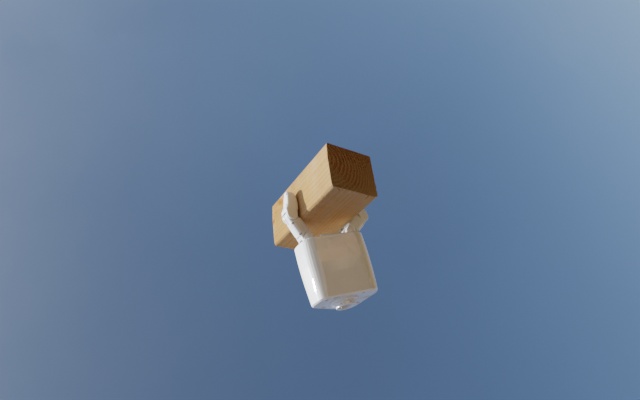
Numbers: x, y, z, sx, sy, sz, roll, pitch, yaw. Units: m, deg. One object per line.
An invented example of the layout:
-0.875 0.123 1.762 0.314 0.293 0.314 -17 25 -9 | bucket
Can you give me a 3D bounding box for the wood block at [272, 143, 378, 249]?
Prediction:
0.000 0.003 0.849 0.091 0.090 0.206 14 -39 -28 | wood block
